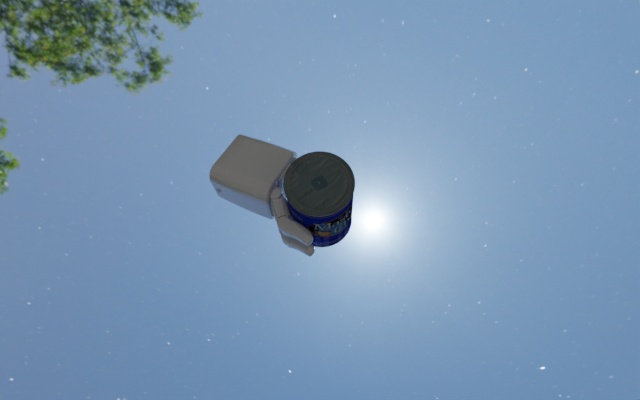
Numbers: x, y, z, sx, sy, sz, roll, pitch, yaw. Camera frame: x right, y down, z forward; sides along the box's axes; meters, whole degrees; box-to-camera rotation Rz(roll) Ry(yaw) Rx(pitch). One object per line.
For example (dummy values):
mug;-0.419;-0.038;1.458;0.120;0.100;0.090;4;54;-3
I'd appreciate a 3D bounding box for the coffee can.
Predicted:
coffee can;0.000;0.002;0.743;0.103;0.102;0.140;0;-24;2
